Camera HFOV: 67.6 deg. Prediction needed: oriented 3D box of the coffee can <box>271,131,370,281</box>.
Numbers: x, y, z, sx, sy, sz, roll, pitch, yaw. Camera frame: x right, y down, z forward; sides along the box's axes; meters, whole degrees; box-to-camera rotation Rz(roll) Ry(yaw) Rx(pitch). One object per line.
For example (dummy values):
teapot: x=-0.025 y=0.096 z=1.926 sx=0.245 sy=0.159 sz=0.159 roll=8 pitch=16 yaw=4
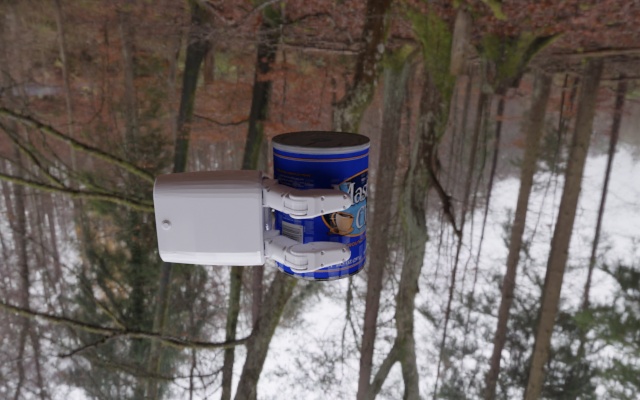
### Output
coffee can: x=0.000 y=0.002 z=0.517 sx=0.103 sy=0.140 sz=0.102 roll=0 pitch=17 yaw=0
